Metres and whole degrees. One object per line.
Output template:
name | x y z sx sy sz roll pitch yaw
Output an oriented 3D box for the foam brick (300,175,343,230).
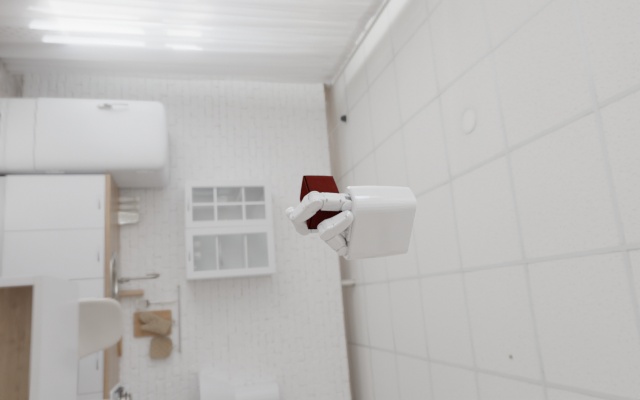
foam brick | 0.000 0.002 0.775 0.051 0.053 0.078 -2 43 -16
